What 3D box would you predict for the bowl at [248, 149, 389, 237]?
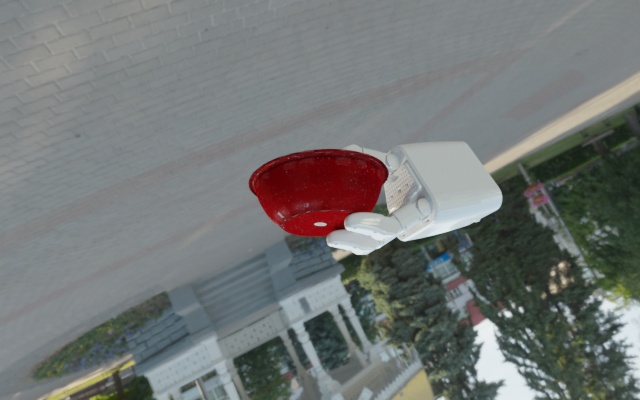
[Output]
[{"bbox_3d":[-0.001,0.002,0.543,0.162,0.055,0.162,-4,-21,-1],"label":"bowl"}]
